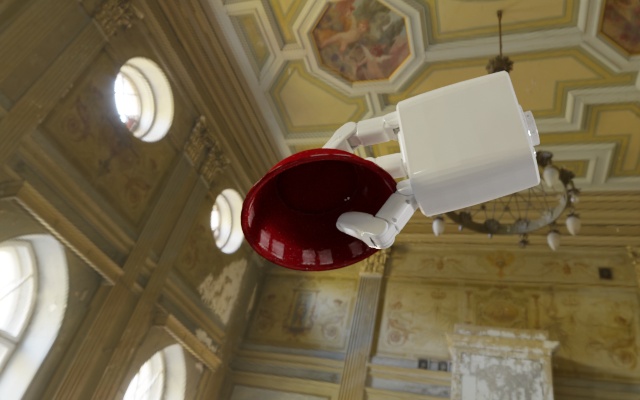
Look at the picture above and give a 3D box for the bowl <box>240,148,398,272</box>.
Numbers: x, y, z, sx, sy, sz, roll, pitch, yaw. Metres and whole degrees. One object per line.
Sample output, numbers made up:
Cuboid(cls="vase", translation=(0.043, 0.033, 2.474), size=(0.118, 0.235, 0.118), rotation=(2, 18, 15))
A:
Cuboid(cls="bowl", translation=(-0.001, 0.002, 0.487), size=(0.162, 0.162, 0.055), rotation=(0, 43, -9))
